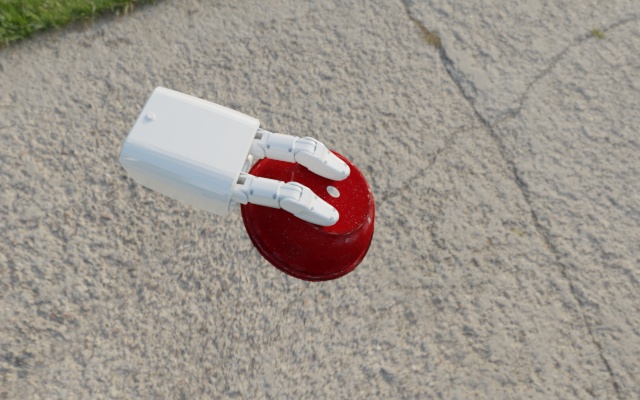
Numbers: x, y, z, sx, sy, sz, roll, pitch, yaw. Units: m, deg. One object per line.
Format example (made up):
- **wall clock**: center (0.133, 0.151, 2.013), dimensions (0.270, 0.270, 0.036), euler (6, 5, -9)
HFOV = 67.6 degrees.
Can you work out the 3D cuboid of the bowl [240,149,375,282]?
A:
- **bowl**: center (0.001, 0.002, 0.509), dimensions (0.162, 0.162, 0.055), euler (0, -22, -27)
